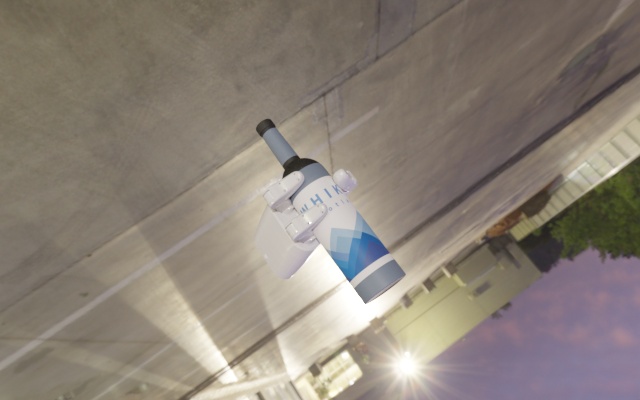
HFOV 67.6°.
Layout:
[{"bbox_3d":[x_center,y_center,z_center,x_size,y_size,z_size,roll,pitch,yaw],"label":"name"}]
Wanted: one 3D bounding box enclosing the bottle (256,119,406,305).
[{"bbox_3d":[0.000,0.002,0.657,0.069,0.295,0.069,-33,-17,-12],"label":"bottle"}]
